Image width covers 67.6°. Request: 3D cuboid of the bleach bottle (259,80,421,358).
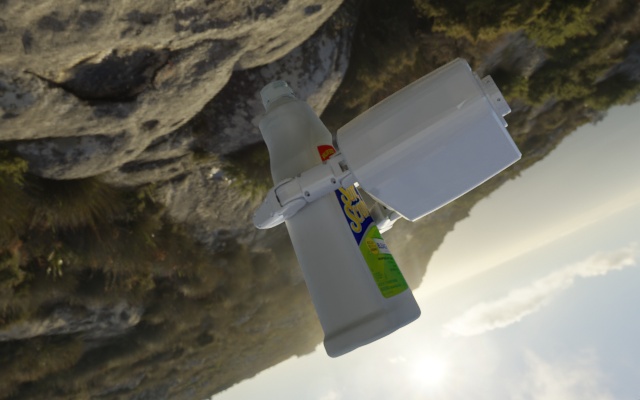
[{"bbox_3d":[0.000,0.001,0.425,0.068,0.250,0.102,-31,-17,23],"label":"bleach bottle"}]
